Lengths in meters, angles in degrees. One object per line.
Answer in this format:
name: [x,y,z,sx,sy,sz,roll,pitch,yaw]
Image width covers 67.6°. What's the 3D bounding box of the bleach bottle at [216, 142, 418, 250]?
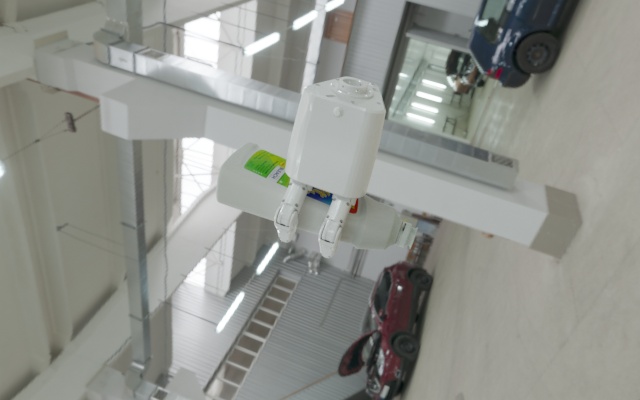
bleach bottle: [0.000,0.002,0.611,0.251,0.068,0.102,19,31,9]
